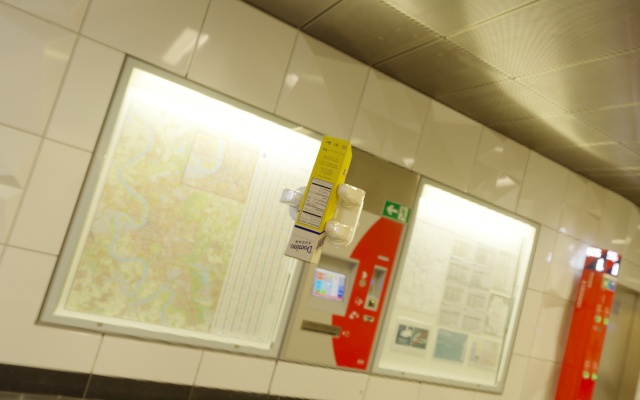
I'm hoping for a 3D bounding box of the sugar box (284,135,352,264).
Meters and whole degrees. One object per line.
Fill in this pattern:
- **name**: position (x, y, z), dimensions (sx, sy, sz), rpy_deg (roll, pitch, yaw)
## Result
- **sugar box**: position (0.001, 0.002, 0.688), dimensions (0.048, 0.176, 0.093), rpy_deg (15, -5, 8)
